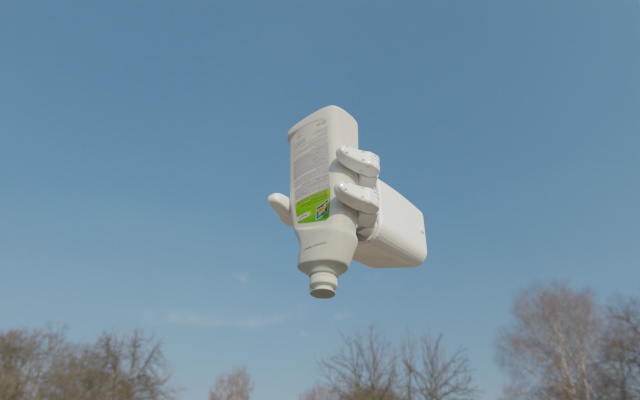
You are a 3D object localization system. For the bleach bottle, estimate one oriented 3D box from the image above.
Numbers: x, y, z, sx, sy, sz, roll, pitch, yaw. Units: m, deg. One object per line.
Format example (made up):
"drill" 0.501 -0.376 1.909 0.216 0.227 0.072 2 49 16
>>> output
"bleach bottle" 0.000 0.002 0.598 0.102 0.250 0.068 -28 -44 36
